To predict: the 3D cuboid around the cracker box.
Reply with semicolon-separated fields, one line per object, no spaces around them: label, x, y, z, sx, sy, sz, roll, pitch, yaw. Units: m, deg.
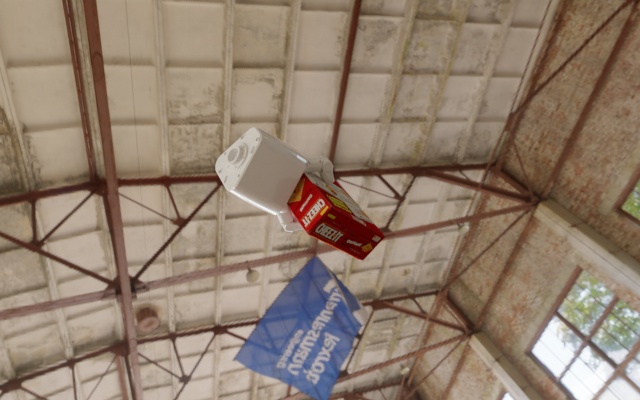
cracker box;0.000;0.003;0.890;0.164;0.072;0.213;29;16;-43
